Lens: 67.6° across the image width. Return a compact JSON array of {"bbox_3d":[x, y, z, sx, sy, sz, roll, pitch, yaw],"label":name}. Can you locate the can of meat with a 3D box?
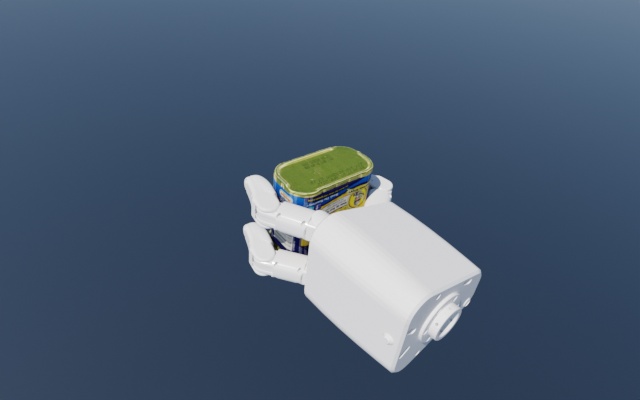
[{"bbox_3d":[0.000,0.001,0.466,0.102,0.084,0.057,-23,47,-33],"label":"can of meat"}]
